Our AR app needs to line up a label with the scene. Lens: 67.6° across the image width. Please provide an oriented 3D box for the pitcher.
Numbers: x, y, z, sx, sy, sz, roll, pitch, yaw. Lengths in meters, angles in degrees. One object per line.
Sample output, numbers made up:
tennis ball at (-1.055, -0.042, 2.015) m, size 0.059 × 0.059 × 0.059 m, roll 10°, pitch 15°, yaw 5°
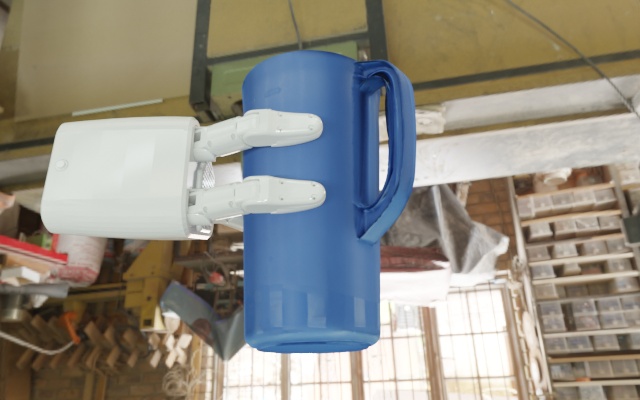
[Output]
pitcher at (0.000, 0.001, 0.411) m, size 0.145 × 0.242 × 0.149 m, roll 1°, pitch -22°, yaw -4°
